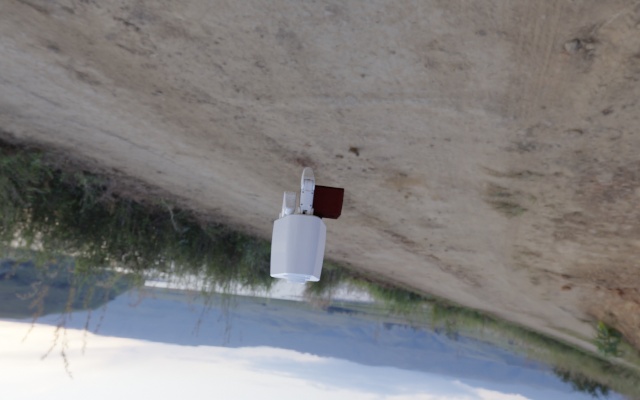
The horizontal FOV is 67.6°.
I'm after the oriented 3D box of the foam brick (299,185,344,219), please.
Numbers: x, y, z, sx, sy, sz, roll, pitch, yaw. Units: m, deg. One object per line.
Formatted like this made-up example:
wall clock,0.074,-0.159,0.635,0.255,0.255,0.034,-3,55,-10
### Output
foam brick,0.000,0.003,0.891,0.078,0.051,0.053,7,-14,-7
